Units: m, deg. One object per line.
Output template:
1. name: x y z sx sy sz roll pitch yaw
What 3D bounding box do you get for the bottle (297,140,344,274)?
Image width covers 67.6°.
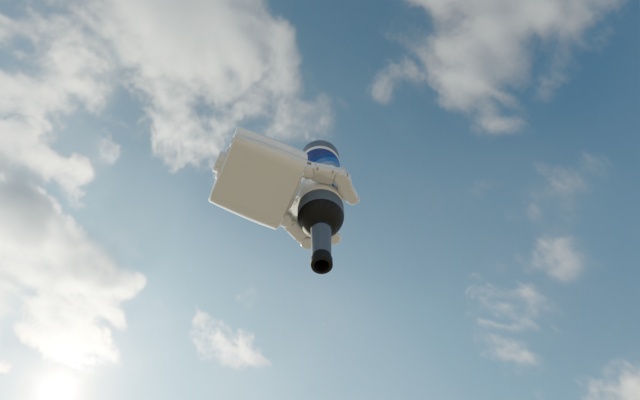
1. bottle: 0.000 0.002 0.704 0.069 0.069 0.295 0 32 -1
